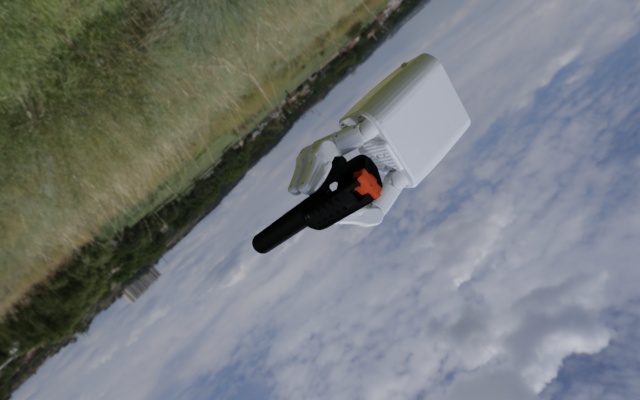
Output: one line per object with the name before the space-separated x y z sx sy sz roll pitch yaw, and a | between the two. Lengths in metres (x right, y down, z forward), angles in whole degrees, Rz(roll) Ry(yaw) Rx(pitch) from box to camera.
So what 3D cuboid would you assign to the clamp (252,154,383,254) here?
clamp | 0.001 0.002 0.514 0.036 0.164 0.210 46 -12 -12
